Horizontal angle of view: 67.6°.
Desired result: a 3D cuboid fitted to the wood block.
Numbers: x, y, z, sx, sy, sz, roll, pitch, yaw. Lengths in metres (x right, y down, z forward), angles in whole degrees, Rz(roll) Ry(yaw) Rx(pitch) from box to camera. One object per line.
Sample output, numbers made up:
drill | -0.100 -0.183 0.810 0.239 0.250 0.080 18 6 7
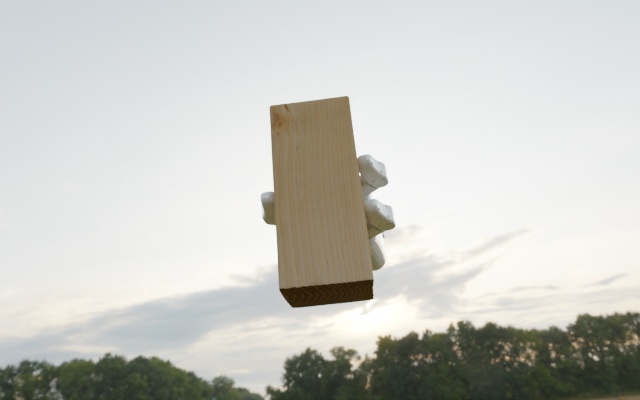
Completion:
wood block | 0.000 0.002 0.518 0.091 0.206 0.090 -7 -24 3
